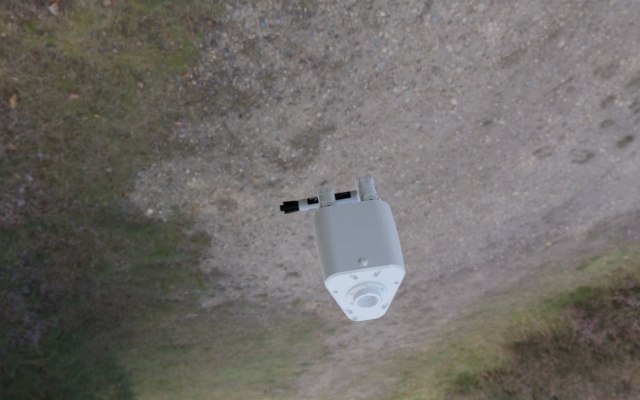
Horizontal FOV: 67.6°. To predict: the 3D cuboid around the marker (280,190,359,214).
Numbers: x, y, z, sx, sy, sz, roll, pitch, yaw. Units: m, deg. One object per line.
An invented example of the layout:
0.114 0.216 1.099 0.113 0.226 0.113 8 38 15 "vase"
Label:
0.000 0.002 0.703 0.121 0.020 0.020 -9 0 0 "marker"
